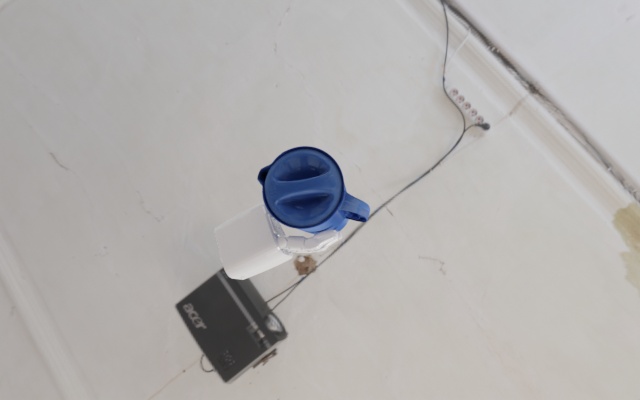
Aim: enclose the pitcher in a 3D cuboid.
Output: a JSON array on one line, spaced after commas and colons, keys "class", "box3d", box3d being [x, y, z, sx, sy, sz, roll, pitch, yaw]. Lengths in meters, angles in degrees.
[{"class": "pitcher", "box3d": [0.000, 0.003, 0.858, 0.145, 0.149, 0.243, -28, -14, 4]}]
